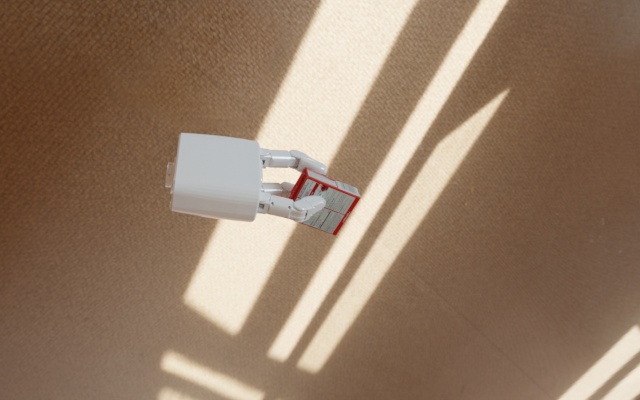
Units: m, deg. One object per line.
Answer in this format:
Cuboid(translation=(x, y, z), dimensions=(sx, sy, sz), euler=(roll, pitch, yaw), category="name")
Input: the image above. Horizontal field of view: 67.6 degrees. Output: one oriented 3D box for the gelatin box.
Cuboid(translation=(0.000, 0.003, 0.675), dimensions=(0.089, 0.073, 0.030), euler=(21, 27, -20), category="gelatin box")
